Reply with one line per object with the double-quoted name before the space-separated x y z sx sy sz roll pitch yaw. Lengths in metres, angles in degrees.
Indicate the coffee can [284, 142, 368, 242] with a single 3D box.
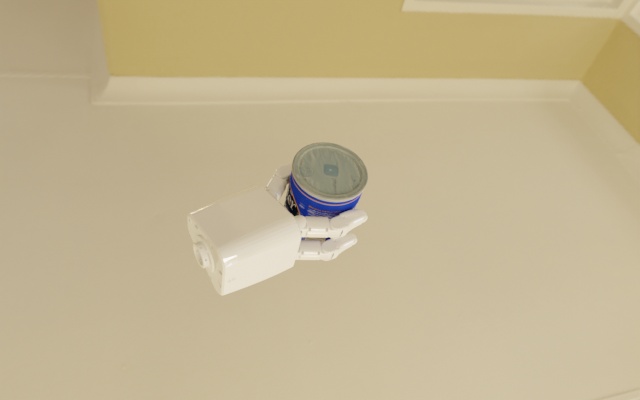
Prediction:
"coffee can" 0.000 0.002 0.683 0.103 0.102 0.140 0 -39 -14
